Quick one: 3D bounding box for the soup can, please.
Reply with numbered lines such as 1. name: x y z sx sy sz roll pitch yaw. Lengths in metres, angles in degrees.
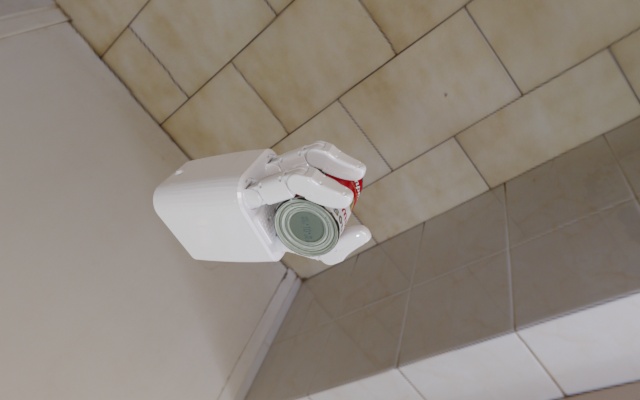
1. soup can: 0.000 0.002 0.491 0.068 0.068 0.102 0 30 20
